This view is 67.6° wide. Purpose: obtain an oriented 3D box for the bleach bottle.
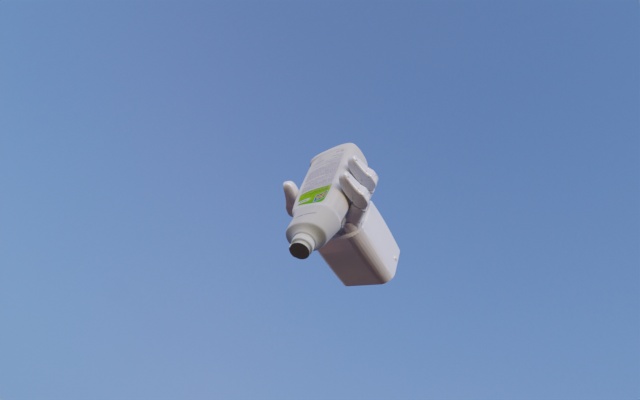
[{"bbox_3d":[0.000,0.002,0.724,0.102,0.068,0.250,-23,22,30],"label":"bleach bottle"}]
